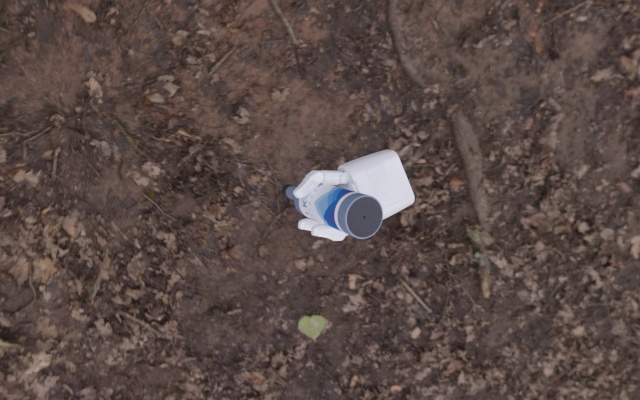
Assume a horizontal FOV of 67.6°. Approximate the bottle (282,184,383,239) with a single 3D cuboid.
[{"bbox_3d":[0.000,0.003,0.837,0.069,0.069,0.295,0,9,-27],"label":"bottle"}]
